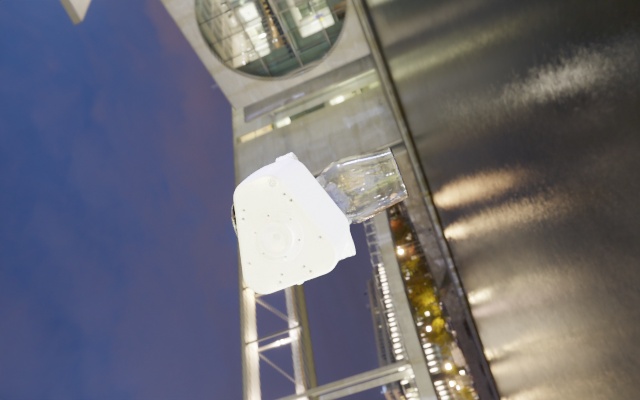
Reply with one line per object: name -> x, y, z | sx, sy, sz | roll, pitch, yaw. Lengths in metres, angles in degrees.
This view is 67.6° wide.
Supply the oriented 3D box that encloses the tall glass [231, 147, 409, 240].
tall glass -> -0.001, 0.002, 0.570 | 0.201, 0.079, 0.079 | -21, -4, 10
